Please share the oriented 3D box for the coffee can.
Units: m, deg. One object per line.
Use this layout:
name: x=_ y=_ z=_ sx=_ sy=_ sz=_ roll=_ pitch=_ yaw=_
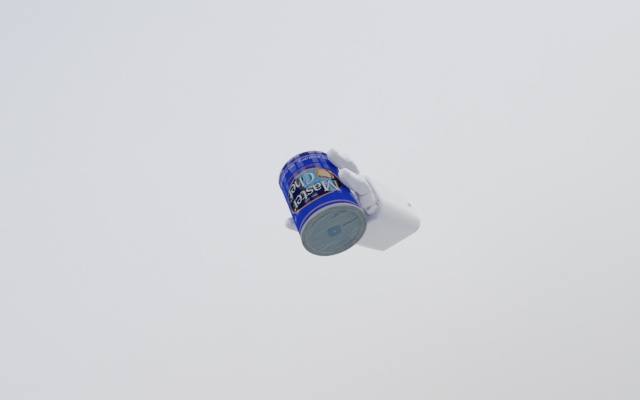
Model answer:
coffee can: x=0.000 y=0.003 z=0.752 sx=0.103 sy=0.103 sz=0.140 roll=0 pitch=40 yaw=-23
